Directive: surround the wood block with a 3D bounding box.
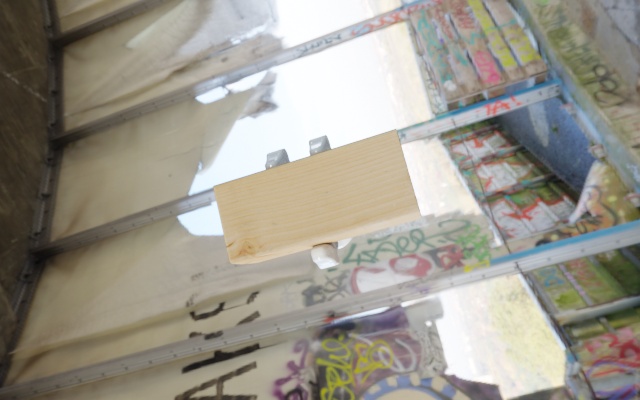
[{"bbox_3d":[0.000,0.002,0.535,0.206,0.091,0.090,-17,-10,11],"label":"wood block"}]
